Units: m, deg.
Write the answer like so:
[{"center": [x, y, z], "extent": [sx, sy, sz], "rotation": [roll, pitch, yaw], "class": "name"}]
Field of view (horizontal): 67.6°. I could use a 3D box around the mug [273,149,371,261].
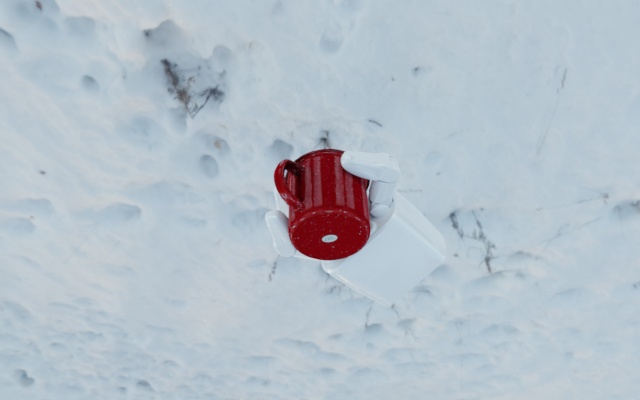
[{"center": [-0.001, 0.001, 0.486], "extent": [0.093, 0.081, 0.117], "rotation": [-34, -53, 29], "class": "mug"}]
